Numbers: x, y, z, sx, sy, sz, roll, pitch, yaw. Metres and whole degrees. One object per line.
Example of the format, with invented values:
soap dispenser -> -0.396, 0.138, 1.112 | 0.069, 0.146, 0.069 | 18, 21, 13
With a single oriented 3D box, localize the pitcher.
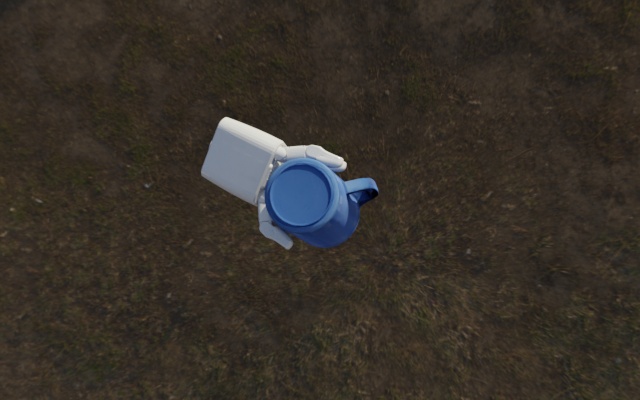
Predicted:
pitcher -> 0.000, 0.003, 0.774 | 0.145, 0.149, 0.243 | 26, -3, 10
